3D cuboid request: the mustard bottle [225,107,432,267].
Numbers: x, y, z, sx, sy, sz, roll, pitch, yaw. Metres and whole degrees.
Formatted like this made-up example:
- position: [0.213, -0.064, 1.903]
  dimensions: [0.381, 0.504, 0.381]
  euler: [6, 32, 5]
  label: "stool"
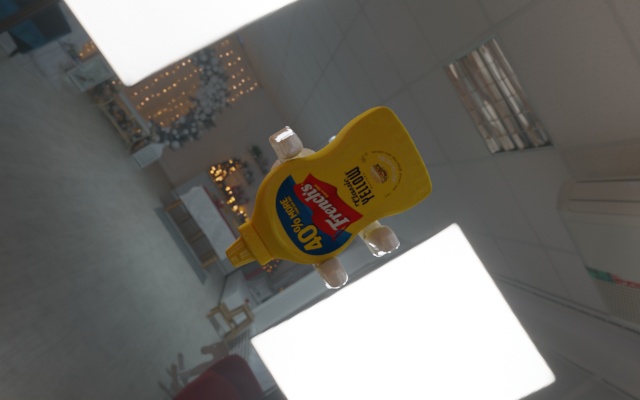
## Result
- position: [0.000, 0.001, 0.434]
  dimensions: [0.191, 0.096, 0.058]
  euler: [-32, 15, -6]
  label: "mustard bottle"
